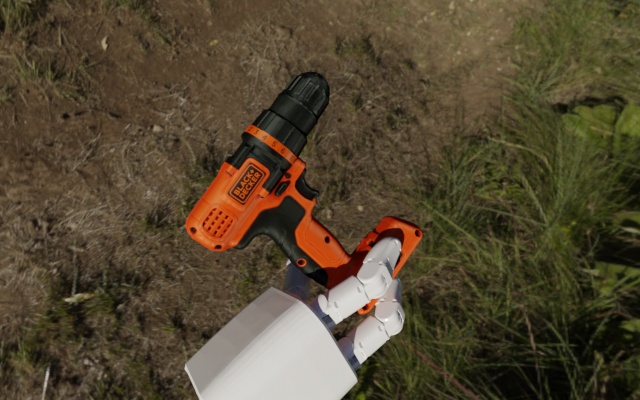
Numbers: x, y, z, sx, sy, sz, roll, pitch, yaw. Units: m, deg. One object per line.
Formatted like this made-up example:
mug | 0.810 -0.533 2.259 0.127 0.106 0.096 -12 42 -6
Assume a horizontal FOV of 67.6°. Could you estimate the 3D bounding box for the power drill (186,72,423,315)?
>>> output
power drill | 0.000 0.002 0.442 0.188 0.184 0.057 37 -3 -12
